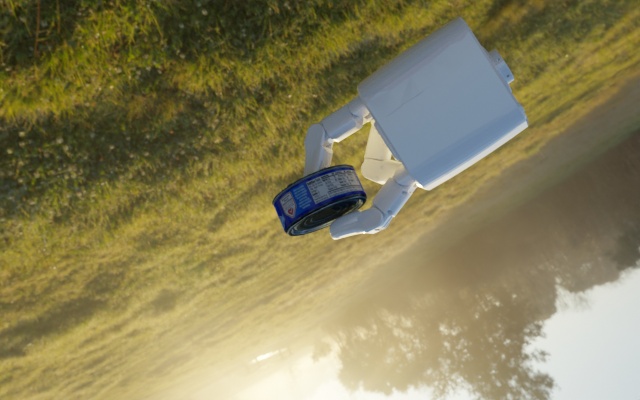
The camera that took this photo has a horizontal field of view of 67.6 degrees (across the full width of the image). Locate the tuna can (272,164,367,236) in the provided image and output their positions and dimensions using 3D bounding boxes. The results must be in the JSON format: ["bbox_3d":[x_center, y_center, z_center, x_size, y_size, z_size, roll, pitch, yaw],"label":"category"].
[{"bbox_3d":[0.000,0.002,0.452,0.086,0.033,0.086,-23,-14,-6],"label":"tuna can"}]
